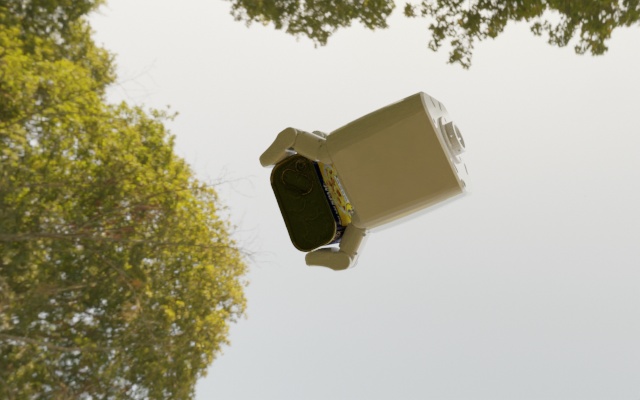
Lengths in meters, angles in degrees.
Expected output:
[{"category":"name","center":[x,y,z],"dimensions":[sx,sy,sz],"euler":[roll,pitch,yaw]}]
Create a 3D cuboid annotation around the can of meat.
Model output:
[{"category":"can of meat","center":[0.000,0.002,0.535],"dimensions":[0.057,0.102,0.084],"euler":[-27,-12,27]}]
